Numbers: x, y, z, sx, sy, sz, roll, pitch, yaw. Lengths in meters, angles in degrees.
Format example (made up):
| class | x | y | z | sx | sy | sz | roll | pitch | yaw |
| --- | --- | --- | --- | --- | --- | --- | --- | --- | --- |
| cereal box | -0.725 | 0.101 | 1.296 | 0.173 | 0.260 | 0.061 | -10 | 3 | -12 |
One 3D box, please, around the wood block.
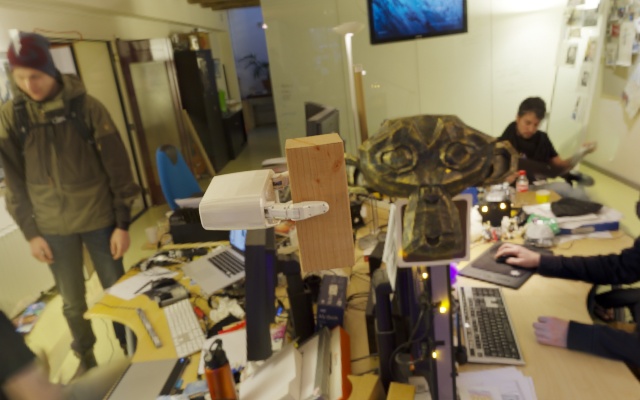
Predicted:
| class | x | y | z | sx | sy | sz | roll | pitch | yaw |
| --- | --- | --- | --- | --- | --- | --- | --- | --- | --- |
| wood block | 0.000 | 0.003 | 0.788 | 0.090 | 0.206 | 0.090 | -7 | 17 | -1 |
